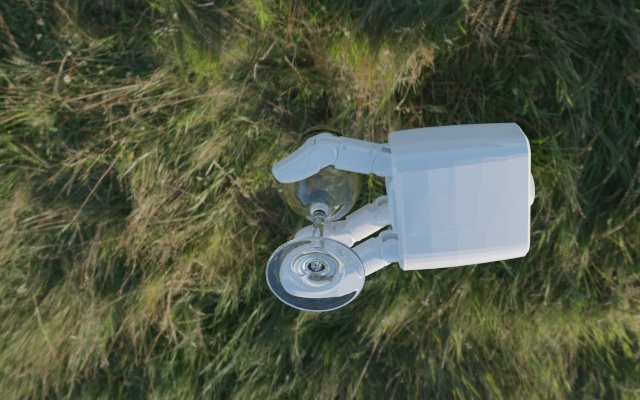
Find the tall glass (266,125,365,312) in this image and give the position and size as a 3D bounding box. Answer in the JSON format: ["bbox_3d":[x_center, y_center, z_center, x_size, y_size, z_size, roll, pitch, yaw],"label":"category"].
[{"bbox_3d":[0.000,0.002,0.436,0.079,0.079,0.201,0,34,2],"label":"tall glass"}]
